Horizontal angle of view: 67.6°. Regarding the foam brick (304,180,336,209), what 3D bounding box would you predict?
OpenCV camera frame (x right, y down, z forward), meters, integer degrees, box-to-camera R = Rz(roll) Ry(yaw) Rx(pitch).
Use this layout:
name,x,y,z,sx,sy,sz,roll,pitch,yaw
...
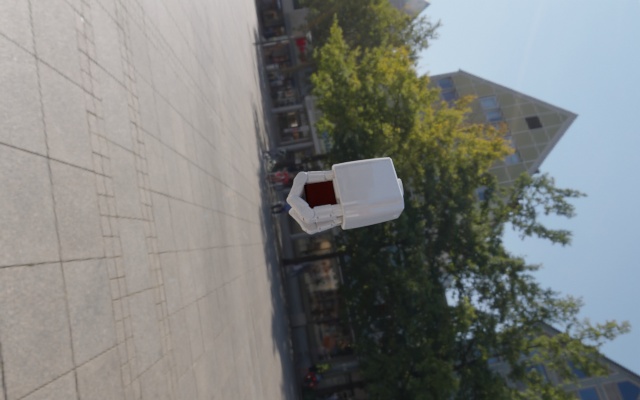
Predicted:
name,x,y,z,sx,sy,sz,roll,pitch,yaw
foam brick,0.000,0.003,0.862,0.051,0.053,0.078,-9,-15,-2
